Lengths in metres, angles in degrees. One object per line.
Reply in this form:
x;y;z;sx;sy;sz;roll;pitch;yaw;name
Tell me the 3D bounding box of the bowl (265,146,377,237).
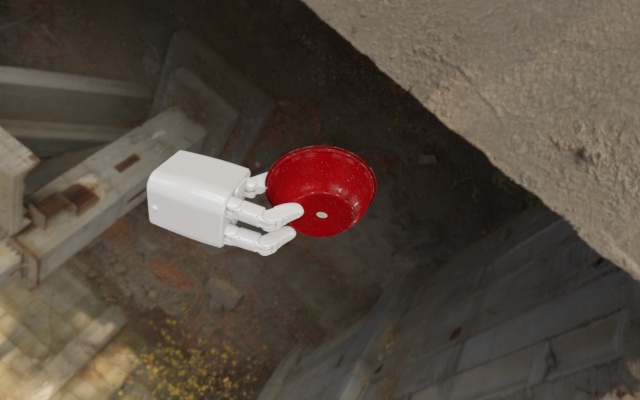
0.001;0.002;0.668;0.162;0.055;0.162;0;-44;0;bowl
